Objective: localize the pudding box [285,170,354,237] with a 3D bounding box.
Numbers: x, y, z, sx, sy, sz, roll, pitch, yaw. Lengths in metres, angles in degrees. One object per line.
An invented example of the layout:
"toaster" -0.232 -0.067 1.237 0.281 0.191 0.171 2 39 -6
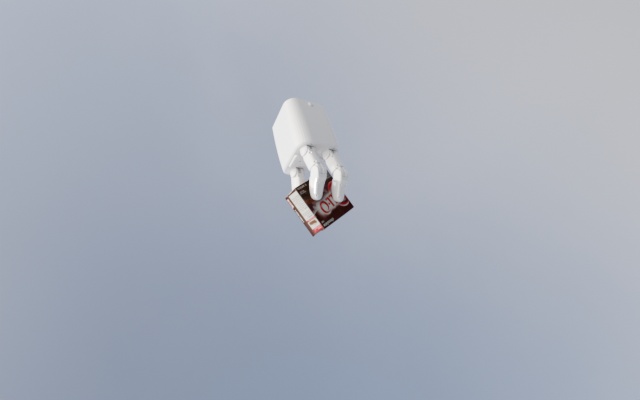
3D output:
"pudding box" 0.000 0.003 0.873 0.039 0.090 0.113 -39 -3 41
